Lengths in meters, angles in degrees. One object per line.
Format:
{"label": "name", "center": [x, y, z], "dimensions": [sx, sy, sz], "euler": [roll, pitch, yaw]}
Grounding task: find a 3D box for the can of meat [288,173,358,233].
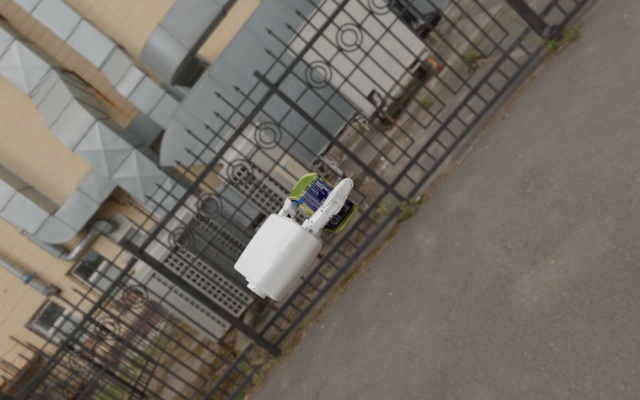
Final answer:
{"label": "can of meat", "center": [0.000, 0.002, 0.754], "dimensions": [0.084, 0.057, 0.102], "euler": [39, -9, -12]}
